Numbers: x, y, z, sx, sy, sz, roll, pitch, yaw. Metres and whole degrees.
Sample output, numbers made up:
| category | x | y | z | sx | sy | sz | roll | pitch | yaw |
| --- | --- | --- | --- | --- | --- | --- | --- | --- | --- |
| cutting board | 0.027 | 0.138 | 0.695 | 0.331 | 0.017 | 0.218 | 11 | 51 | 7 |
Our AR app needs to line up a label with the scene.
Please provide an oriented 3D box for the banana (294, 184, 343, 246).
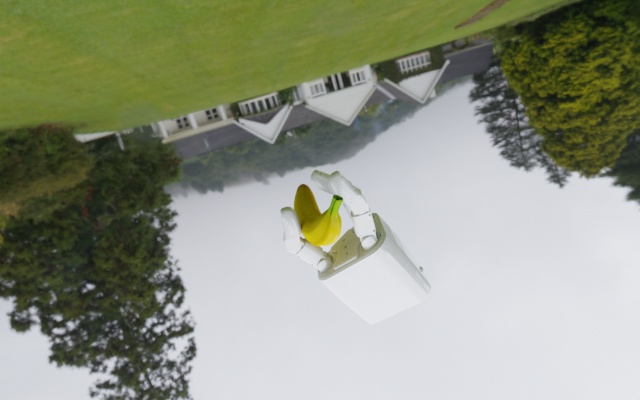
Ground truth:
| category | x | y | z | sx | sy | sz | roll | pitch | yaw |
| --- | --- | --- | --- | --- | --- | --- | --- | --- | --- |
| banana | -0.005 | 0.020 | 0.622 | 0.037 | 0.069 | 0.198 | 18 | 1 | -17 |
